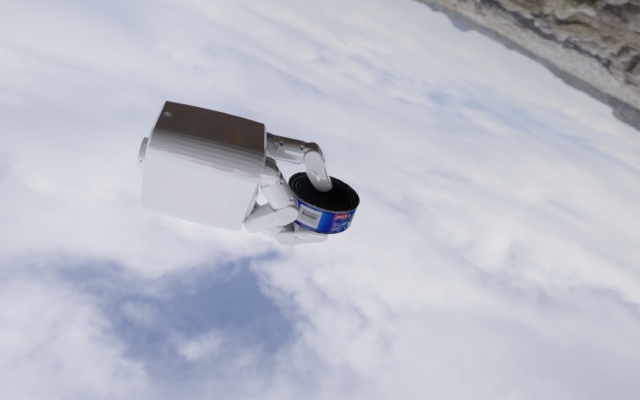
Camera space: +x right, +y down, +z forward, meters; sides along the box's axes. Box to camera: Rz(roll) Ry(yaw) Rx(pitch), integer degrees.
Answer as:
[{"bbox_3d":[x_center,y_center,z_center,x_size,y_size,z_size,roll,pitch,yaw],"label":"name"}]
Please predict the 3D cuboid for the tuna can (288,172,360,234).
[{"bbox_3d":[0.000,0.002,0.555,0.086,0.034,0.086,14,29,-8],"label":"tuna can"}]
